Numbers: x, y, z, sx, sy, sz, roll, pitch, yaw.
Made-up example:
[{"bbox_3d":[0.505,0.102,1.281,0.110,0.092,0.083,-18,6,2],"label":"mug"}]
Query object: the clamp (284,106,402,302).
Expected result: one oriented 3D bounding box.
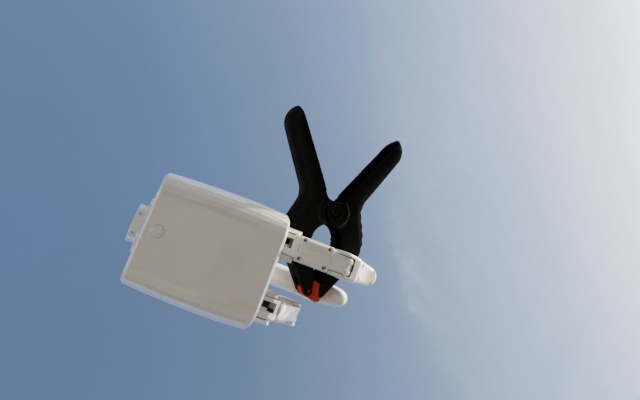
[{"bbox_3d":[0.000,0.002,0.436,0.120,0.171,0.039,24,-10,-16],"label":"clamp"}]
